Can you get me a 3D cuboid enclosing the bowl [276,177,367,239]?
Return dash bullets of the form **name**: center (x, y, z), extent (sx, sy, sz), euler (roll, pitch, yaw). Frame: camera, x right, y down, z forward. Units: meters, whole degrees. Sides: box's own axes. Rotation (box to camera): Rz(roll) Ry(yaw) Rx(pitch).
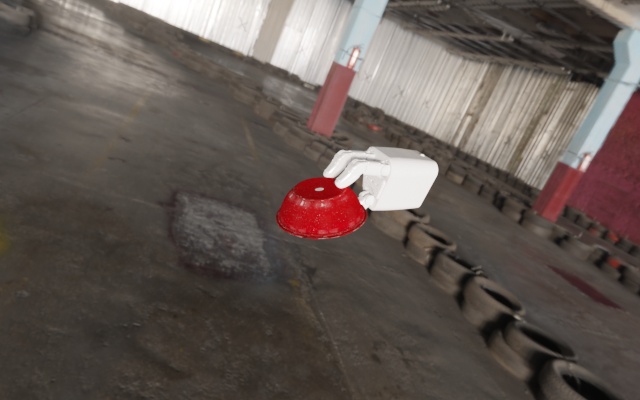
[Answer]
- **bowl**: center (-0.001, 0.003, 0.832), extent (0.162, 0.055, 0.162), euler (-2, 28, 1)
